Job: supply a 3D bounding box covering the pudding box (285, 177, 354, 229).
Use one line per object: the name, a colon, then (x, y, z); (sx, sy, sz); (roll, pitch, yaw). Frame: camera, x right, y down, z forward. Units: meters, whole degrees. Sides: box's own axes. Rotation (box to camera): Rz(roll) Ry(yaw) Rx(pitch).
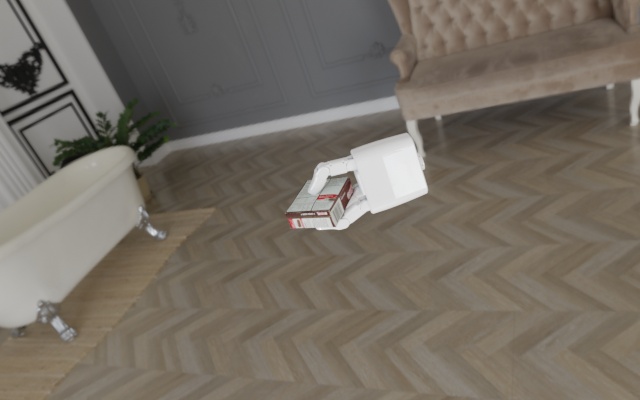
pudding box: (0.000, 0.003, 0.854); (0.090, 0.039, 0.113); (-4, 31, 27)
